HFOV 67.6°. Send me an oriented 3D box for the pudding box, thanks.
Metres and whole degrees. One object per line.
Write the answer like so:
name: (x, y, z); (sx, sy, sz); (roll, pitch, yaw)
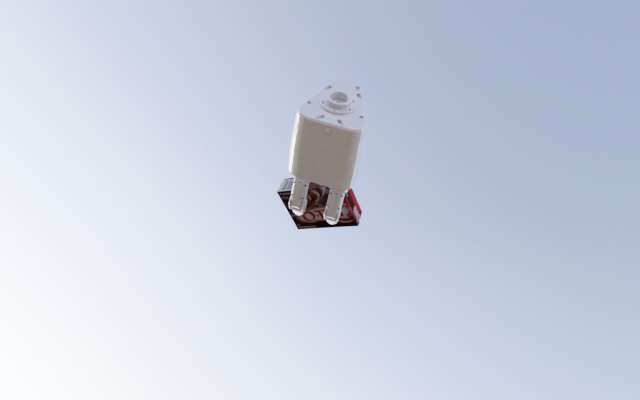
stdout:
pudding box: (0.000, 0.002, 0.764); (0.113, 0.090, 0.039); (-3, 43, 27)
